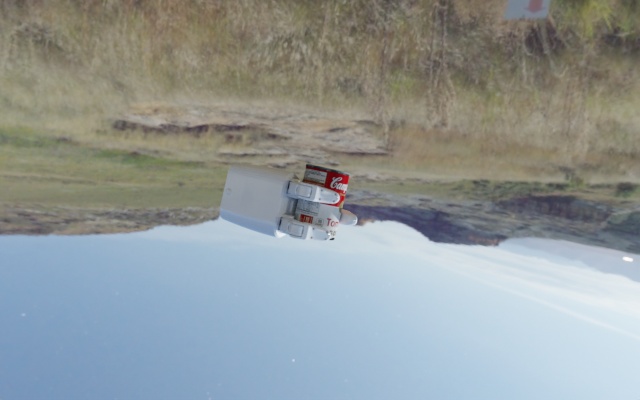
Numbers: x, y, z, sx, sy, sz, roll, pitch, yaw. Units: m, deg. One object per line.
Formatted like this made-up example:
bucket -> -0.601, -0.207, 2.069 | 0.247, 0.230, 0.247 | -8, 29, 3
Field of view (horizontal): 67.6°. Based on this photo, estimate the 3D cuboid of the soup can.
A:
soup can -> 0.001, 0.003, 0.712 | 0.068, 0.102, 0.068 | 13, 1, 0
